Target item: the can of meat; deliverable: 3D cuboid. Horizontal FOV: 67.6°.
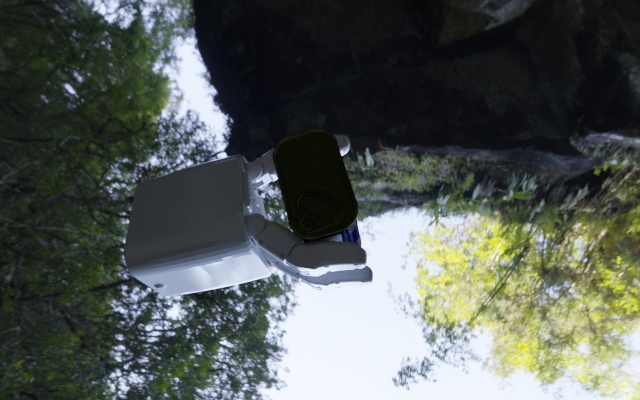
[{"bbox_3d":[0.000,0.001,0.431,0.057,0.102,0.084,-17,-28,0],"label":"can of meat"}]
